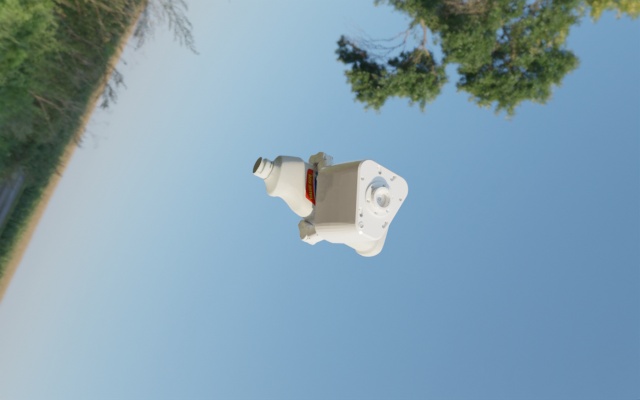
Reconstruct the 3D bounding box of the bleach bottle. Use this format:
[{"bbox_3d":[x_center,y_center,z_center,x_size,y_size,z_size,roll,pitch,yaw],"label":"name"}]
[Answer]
[{"bbox_3d":[0.000,0.003,0.792,0.251,0.102,0.068,26,-19,-26],"label":"bleach bottle"}]
